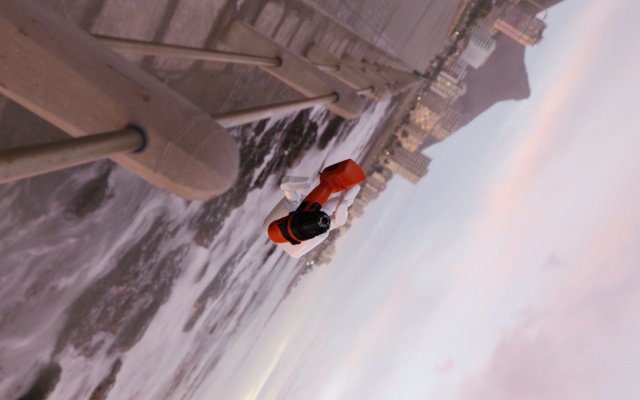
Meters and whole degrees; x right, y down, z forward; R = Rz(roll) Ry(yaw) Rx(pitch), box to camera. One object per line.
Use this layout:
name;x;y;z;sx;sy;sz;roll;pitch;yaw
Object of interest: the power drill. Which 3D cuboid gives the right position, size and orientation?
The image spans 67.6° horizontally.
power drill;0.000;0.003;0.871;0.187;0.057;0.184;-46;17;-29
